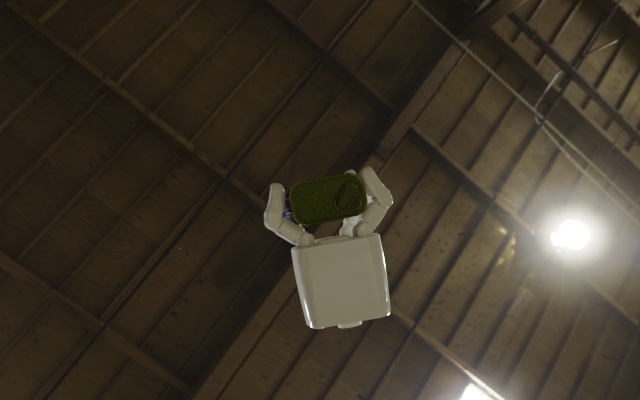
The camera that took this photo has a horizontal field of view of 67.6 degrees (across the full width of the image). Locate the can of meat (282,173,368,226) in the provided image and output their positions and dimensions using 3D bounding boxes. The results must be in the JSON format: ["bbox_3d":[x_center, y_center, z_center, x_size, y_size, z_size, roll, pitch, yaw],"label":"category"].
[{"bbox_3d":[0.000,0.002,0.645,0.102,0.057,0.084,-12,-3,-17],"label":"can of meat"}]
